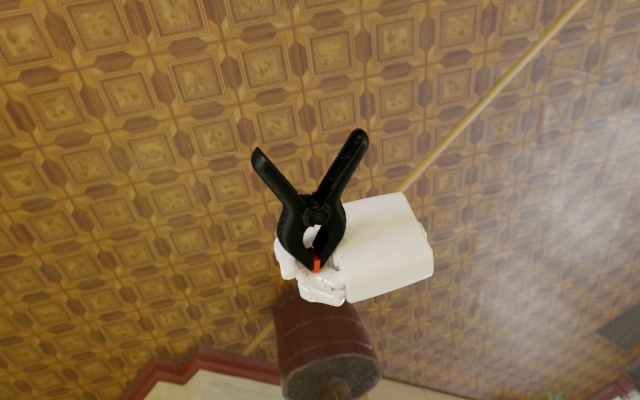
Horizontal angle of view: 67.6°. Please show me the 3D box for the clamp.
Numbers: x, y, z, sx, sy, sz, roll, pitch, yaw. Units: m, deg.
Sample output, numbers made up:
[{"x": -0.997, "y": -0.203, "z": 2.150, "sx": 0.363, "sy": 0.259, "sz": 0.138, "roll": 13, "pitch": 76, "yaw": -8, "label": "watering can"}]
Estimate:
[{"x": 0.000, "y": 0.002, "z": 0.504, "sx": 0.120, "sy": 0.172, "sz": 0.039, "roll": -16, "pitch": 41, "yaw": -8, "label": "clamp"}]
